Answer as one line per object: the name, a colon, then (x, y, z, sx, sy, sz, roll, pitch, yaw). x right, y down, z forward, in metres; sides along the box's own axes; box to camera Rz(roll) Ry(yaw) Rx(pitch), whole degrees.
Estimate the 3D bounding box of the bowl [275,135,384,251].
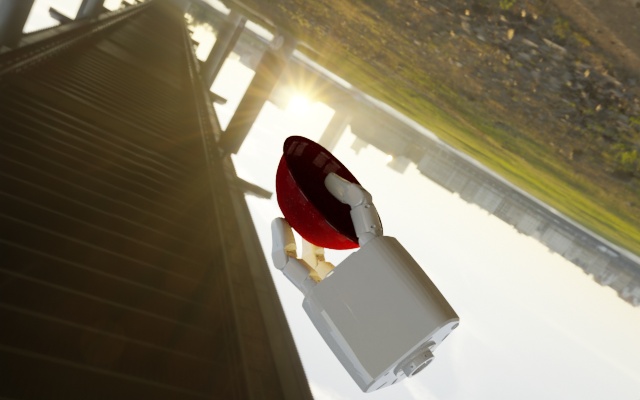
bowl: (-0.001, 0.001, 0.556, 0.055, 0.162, 0.162, -40, -19, 24)
